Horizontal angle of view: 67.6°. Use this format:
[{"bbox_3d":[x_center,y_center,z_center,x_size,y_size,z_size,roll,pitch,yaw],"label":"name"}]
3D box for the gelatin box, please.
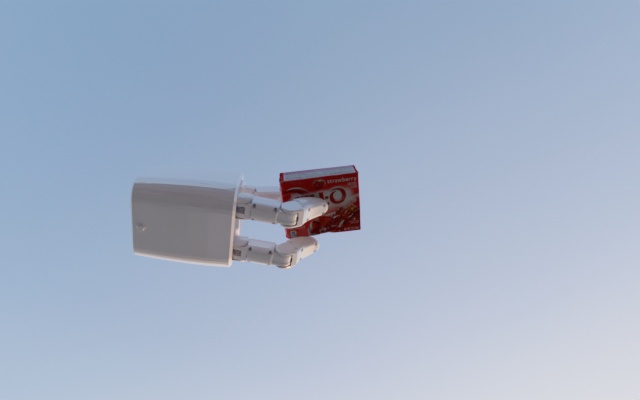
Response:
[{"bbox_3d":[0.000,0.002,0.548,0.089,0.073,0.030,-7,25,-4],"label":"gelatin box"}]
